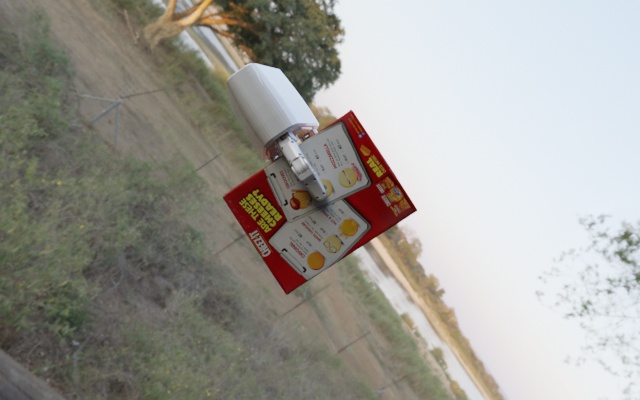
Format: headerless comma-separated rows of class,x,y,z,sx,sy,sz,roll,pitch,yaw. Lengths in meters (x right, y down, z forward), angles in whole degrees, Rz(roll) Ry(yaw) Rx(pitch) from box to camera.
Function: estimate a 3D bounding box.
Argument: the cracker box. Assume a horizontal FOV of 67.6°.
cracker box,0.000,0.002,0.671,0.214,0.164,0.072,-33,-2,5
